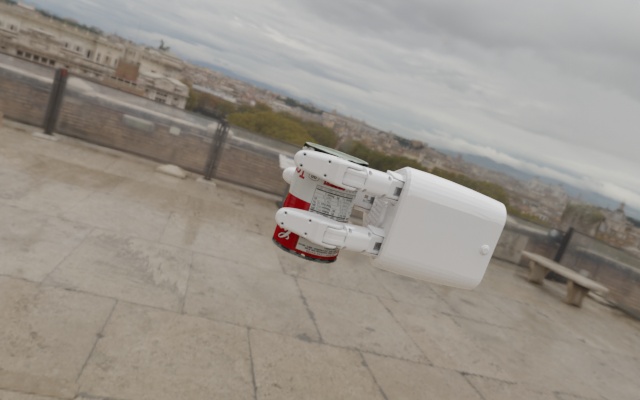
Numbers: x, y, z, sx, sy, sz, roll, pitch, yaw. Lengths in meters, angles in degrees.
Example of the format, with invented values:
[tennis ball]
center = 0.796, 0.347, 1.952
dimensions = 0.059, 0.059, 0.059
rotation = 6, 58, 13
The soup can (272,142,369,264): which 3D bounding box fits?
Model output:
[soup can]
center = 0.000, 0.001, 0.468
dimensions = 0.068, 0.102, 0.068
rotation = 19, 10, -3
